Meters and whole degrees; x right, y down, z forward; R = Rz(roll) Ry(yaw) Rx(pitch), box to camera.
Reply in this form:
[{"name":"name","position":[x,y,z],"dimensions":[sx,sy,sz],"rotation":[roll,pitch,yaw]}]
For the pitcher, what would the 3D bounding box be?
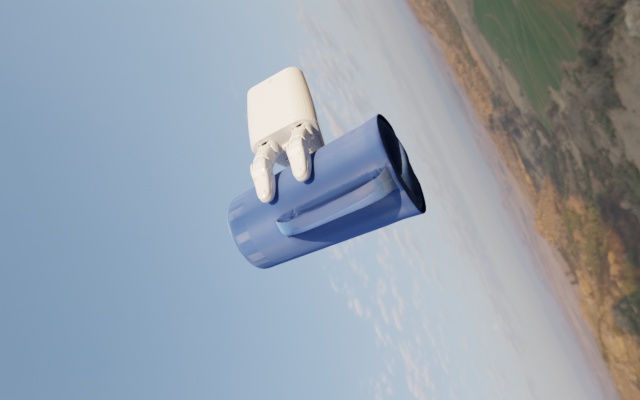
[{"name":"pitcher","position":[0.000,0.002,0.610],"dimensions":[0.243,0.145,0.149],"rotation":[-25,-35,20]}]
